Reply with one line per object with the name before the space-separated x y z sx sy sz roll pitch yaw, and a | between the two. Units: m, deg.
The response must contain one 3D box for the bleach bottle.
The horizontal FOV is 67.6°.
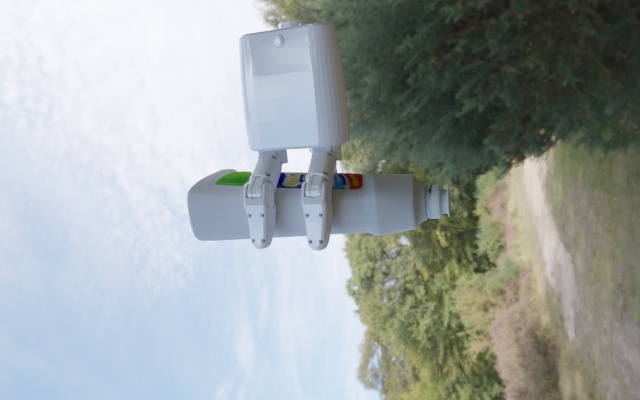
bleach bottle | 0.000 0.002 0.477 0.251 0.068 0.102 -2 15 18
